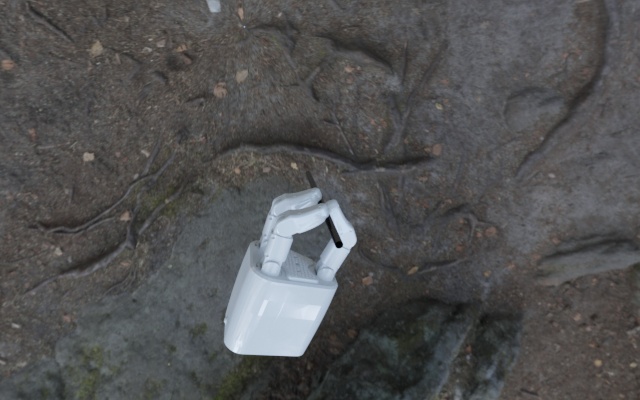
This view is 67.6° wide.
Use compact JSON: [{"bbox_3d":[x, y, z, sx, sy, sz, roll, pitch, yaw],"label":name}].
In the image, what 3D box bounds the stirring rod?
[{"bbox_3d":[0.000,0.002,0.567,0.011,0.011,0.239,0,20,-9],"label":"stirring rod"}]
